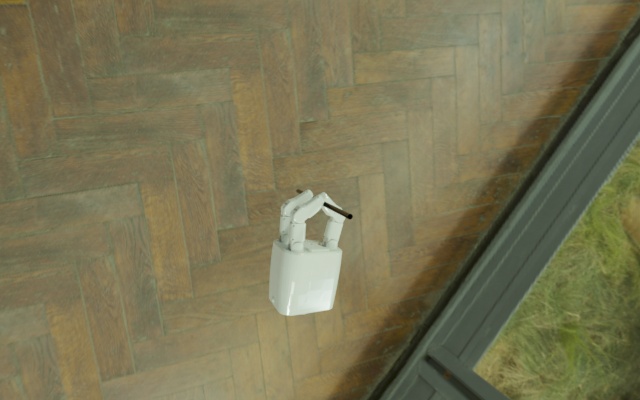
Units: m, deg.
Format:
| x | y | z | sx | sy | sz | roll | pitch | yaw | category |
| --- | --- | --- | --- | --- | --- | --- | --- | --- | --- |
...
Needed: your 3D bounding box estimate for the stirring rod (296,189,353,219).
| x | y | z | sx | sy | sz | roll | pitch | yaw | category |
| --- | --- | --- | --- | --- | --- | --- | --- | --- | --- |
| 0.000 | 0.003 | 0.781 | 0.011 | 0.011 | 0.239 | 0 | 10 | -21 | stirring rod |
